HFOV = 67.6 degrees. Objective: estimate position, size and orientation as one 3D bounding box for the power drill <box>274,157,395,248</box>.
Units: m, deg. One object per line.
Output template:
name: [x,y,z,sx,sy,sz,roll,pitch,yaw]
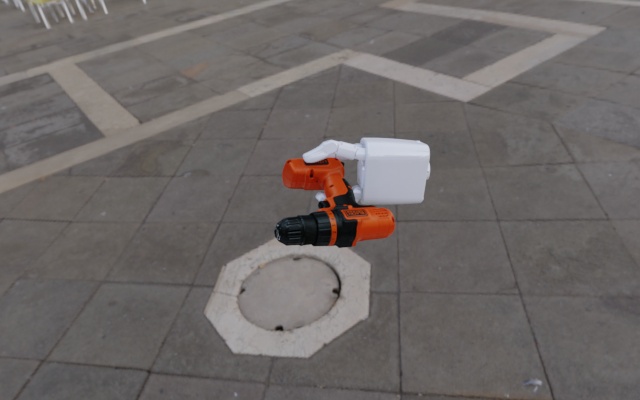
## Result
power drill: [0.000,0.002,0.746,0.184,0.057,0.187,-2,36,-22]
